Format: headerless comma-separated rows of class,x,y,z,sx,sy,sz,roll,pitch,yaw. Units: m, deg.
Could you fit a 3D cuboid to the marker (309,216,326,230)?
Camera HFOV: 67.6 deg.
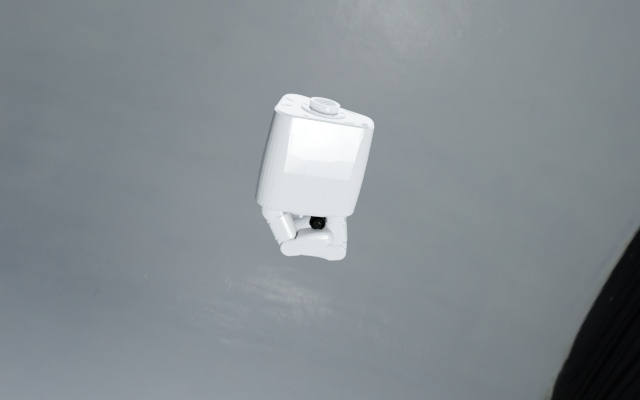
marker,0.000,0.002,0.576,0.020,0.020,0.121,0,25,4
